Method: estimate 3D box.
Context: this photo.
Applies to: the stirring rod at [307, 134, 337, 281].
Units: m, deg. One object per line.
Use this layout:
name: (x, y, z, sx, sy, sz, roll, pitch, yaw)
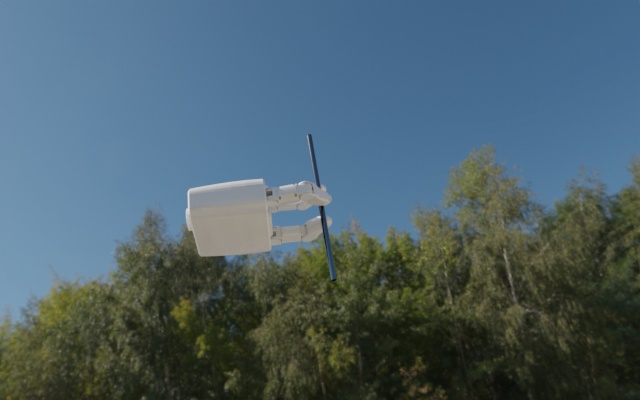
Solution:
stirring rod: (0.000, 0.002, 0.698, 0.011, 0.239, 0.011, -8, -28, -4)
